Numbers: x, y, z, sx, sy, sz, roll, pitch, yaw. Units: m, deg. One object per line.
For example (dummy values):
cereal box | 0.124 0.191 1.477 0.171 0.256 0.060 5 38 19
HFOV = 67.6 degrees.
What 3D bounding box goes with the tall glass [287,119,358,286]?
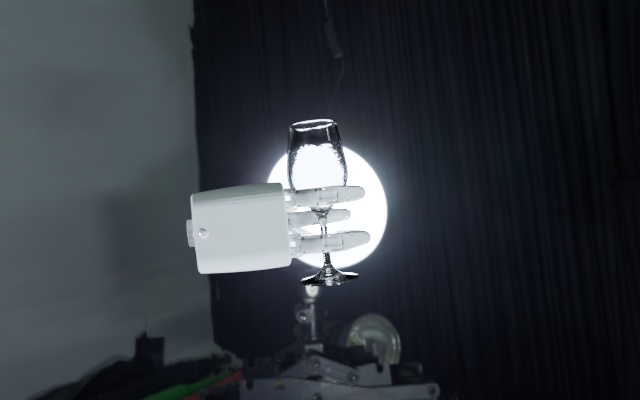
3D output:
tall glass | 0.000 0.003 0.605 0.079 0.201 0.079 -6 1 0
